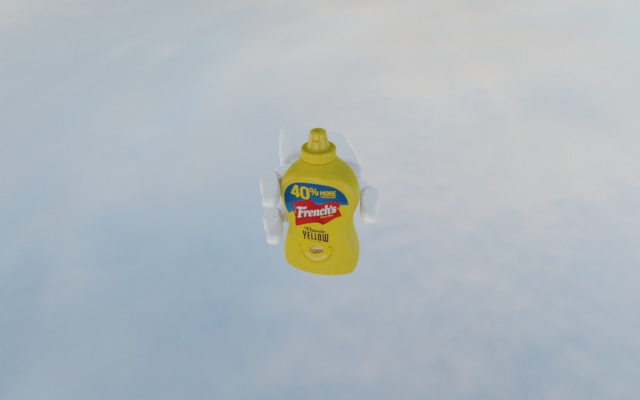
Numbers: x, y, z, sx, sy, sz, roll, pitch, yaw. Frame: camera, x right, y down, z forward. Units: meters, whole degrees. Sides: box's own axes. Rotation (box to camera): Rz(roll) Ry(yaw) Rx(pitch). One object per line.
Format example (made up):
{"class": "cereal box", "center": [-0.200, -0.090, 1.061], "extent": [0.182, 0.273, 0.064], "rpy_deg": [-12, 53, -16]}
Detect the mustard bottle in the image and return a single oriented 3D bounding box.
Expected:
{"class": "mustard bottle", "center": [0.000, 0.002, 0.586], "extent": [0.096, 0.192, 0.058], "rpy_deg": [8, 33, 15]}
